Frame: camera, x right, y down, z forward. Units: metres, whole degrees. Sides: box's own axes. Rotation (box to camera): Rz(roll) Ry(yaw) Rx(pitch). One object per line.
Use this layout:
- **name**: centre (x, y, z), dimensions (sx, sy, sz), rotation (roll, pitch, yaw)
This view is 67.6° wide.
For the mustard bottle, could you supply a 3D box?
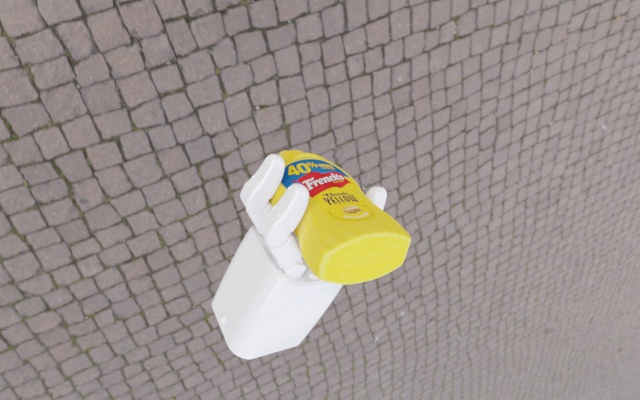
- **mustard bottle**: centre (0.000, 0.001, 0.484), dimensions (0.096, 0.058, 0.191), rotation (-7, 36, -27)
